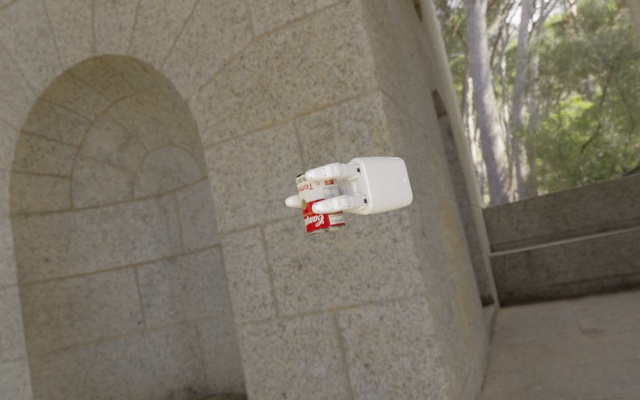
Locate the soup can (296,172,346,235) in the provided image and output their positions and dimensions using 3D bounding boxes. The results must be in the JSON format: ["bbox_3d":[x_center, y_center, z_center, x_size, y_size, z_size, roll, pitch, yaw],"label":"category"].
[{"bbox_3d":[0.000,0.002,0.814,0.068,0.102,0.068,-12,-7,-1],"label":"soup can"}]
